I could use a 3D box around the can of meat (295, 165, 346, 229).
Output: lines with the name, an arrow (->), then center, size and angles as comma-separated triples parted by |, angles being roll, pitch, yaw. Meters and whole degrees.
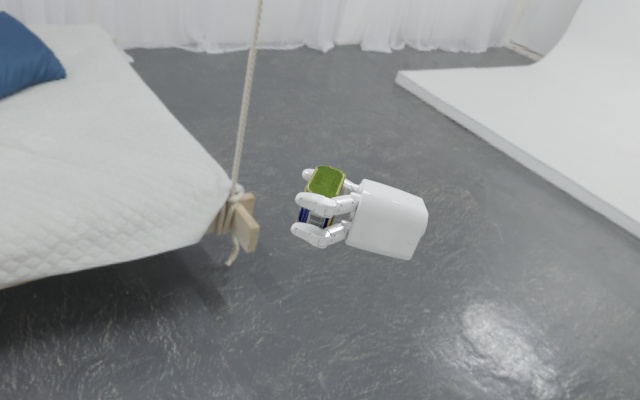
can of meat -> 0.000, 0.002, 0.763 | 0.057, 0.084, 0.102 | 19, 34, 3
